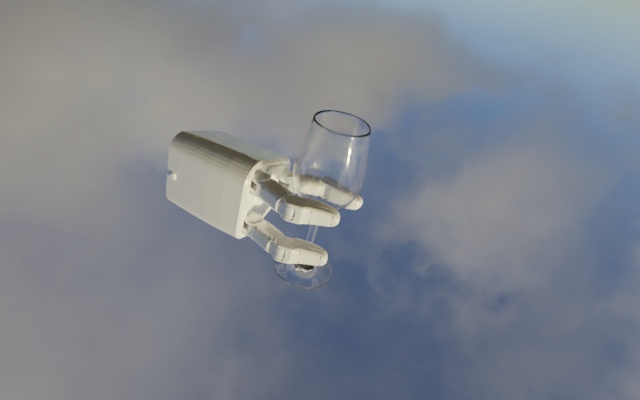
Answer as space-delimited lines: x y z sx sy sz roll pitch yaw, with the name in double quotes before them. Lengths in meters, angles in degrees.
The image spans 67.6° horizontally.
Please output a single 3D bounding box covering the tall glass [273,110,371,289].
"tall glass" 0.000 0.002 0.543 0.079 0.201 0.079 11 32 -7
